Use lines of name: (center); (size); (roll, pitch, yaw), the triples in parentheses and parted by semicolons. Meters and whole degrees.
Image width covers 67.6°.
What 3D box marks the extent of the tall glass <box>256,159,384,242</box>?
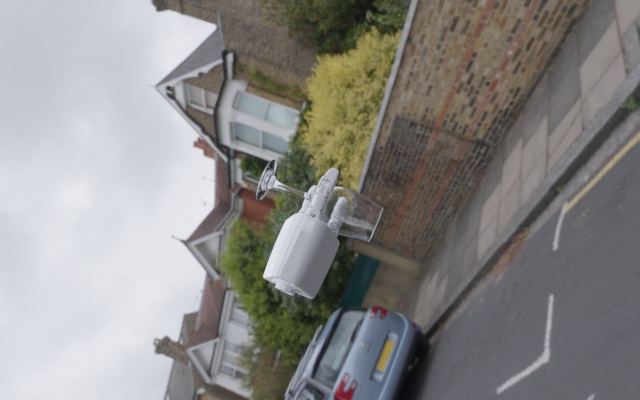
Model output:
tall glass: (0.000, 0.002, 0.791); (0.201, 0.079, 0.079); (22, 3, 7)
